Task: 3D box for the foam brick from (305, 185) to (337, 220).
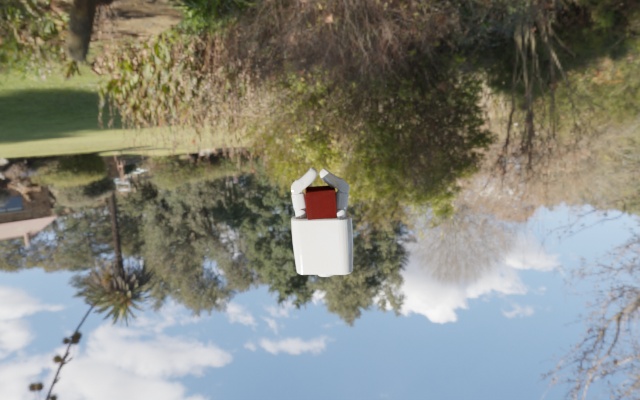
[{"bbox_3d":[0.000,0.003,0.856,0.053,0.051,0.078,-3,7,-2],"label":"foam brick"}]
